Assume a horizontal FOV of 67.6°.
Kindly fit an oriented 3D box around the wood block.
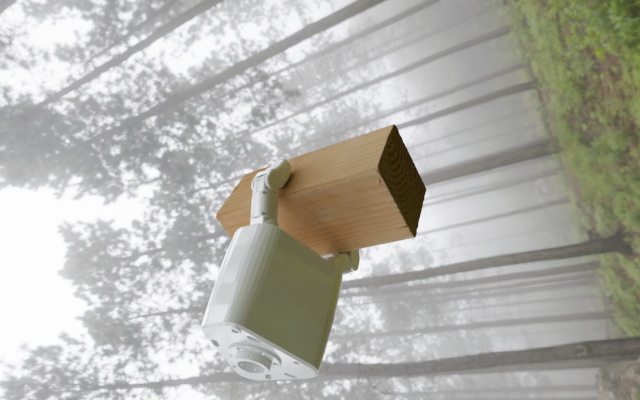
[{"bbox_3d":[0.000,0.002,0.533,0.206,0.091,0.090,-15,30,31],"label":"wood block"}]
